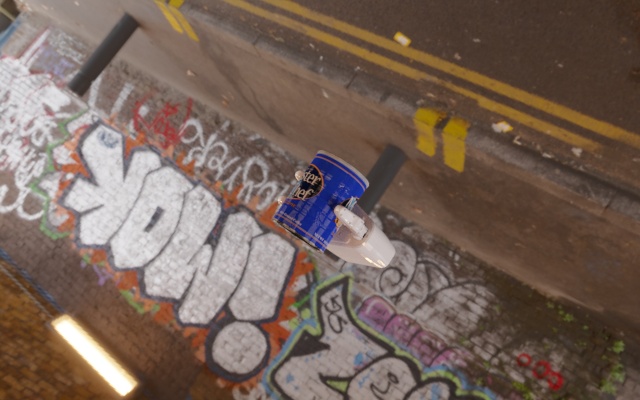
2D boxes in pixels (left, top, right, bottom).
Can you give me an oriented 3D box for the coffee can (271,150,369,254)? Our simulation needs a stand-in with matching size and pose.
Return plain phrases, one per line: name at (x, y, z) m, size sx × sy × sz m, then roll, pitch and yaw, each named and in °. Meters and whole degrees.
coffee can at (0.000, 0.002, 0.793) m, size 0.103 × 0.140 × 0.103 m, roll 34°, pitch -8°, yaw 5°
